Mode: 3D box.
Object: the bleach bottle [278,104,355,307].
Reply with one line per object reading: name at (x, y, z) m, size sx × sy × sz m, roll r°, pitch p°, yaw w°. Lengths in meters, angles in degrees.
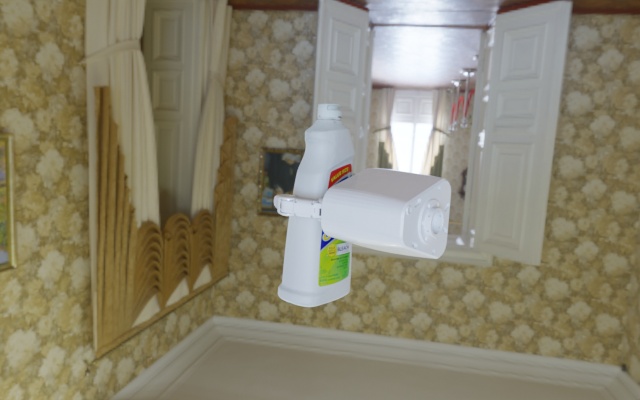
bleach bottle at (0.000, 0.002, 0.619) m, size 0.068 × 0.251 × 0.102 m, roll 9°, pitch 9°, yaw 39°
